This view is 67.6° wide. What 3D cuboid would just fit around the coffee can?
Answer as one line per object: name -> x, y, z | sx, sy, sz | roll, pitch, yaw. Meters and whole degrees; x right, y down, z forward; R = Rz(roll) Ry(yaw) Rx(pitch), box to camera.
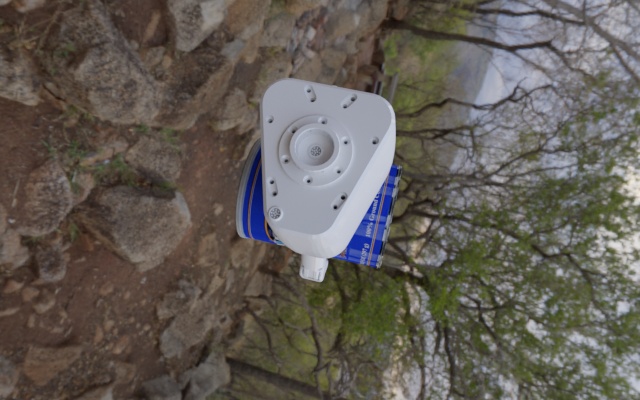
coffee can -> 0.000, 0.002, 0.471 | 0.140, 0.103, 0.103 | 12, 1, 7
